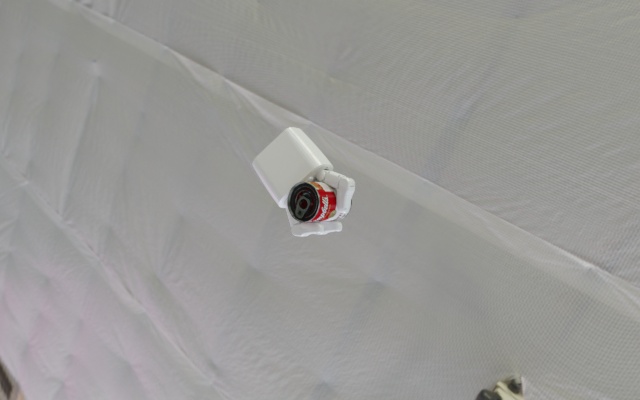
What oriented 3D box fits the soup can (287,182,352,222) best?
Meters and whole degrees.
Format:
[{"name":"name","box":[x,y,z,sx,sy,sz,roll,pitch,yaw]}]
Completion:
[{"name":"soup can","box":[0.001,0.003,0.829,0.068,0.068,0.102,0,0,36]}]
